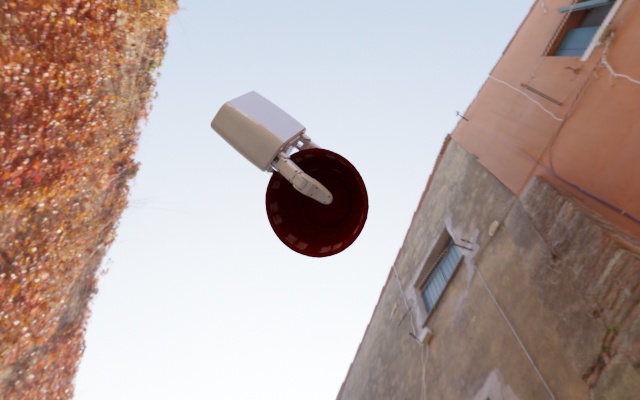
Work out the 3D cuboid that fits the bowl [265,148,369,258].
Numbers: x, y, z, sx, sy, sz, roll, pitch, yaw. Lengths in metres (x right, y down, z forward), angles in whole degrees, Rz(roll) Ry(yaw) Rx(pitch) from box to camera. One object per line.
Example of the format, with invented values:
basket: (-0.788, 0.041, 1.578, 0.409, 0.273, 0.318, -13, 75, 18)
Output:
bowl: (0.001, 0.003, 0.721, 0.162, 0.162, 0.055, 0, 4, 19)
